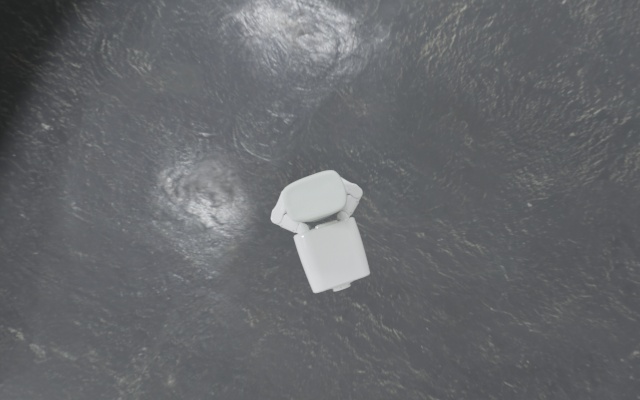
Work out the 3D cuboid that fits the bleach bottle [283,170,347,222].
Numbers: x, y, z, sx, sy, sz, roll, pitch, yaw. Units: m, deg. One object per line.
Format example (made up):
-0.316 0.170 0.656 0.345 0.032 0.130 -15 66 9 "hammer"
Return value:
0.000 0.003 0.857 0.102 0.068 0.251 -18 -5 4 "bleach bottle"
